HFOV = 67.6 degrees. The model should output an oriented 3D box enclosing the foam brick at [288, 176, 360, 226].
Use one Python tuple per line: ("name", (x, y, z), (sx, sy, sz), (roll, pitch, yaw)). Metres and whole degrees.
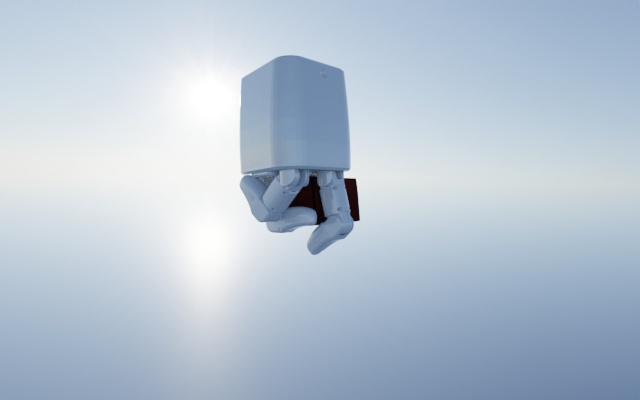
("foam brick", (0.000, 0.002, 0.532), (0.053, 0.051, 0.078), (-8, -4, 40))
